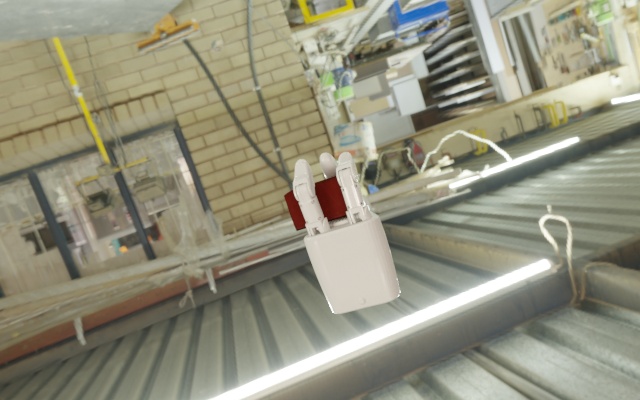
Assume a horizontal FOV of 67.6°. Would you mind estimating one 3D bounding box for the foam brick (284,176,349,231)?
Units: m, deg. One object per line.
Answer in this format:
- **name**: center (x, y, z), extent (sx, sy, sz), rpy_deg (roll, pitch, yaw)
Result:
- **foam brick**: center (0.000, 0.002, 0.627), extent (0.078, 0.051, 0.053), rpy_deg (-17, 6, 14)
